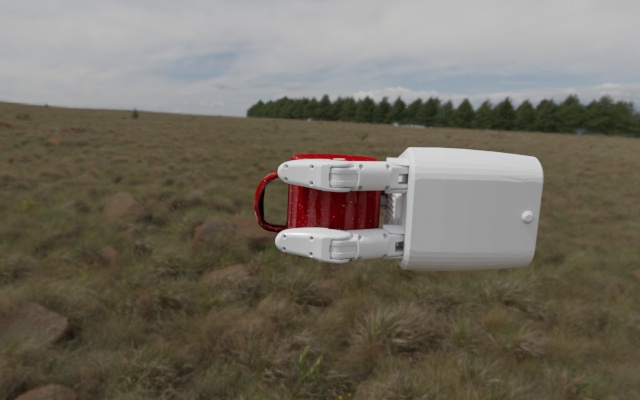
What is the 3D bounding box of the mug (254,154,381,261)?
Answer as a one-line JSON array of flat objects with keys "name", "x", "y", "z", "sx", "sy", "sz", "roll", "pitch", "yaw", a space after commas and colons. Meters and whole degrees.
[{"name": "mug", "x": -0.001, "y": 0.001, "z": 0.423, "sx": 0.117, "sy": 0.081, "sz": 0.093, "roll": 2, "pitch": 9, "yaw": -4}]
